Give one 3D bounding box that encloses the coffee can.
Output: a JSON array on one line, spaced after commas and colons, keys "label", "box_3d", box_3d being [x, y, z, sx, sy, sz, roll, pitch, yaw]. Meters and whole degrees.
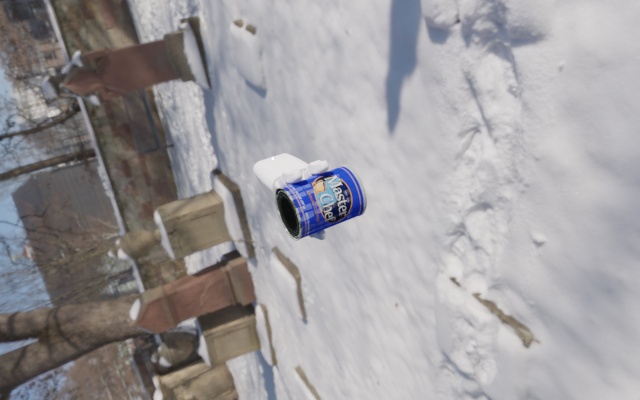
[{"label": "coffee can", "box_3d": [0.000, 0.003, 0.890, 0.140, 0.103, 0.103, -20, 8, -23]}]
